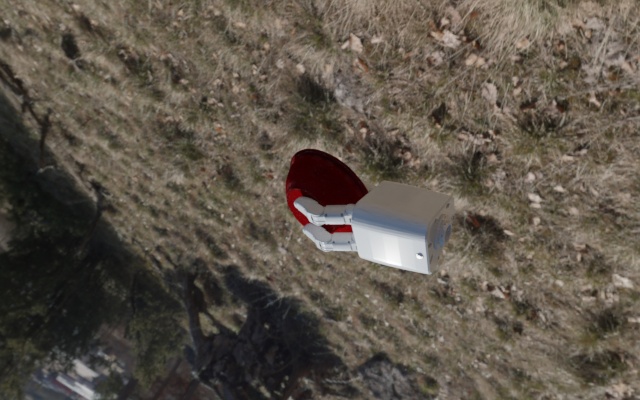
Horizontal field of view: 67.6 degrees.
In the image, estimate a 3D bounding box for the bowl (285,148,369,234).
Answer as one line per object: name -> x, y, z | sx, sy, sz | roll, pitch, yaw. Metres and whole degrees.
bowl -> -0.001, 0.003, 0.728 | 0.162, 0.162, 0.055 | 0, 37, 50
